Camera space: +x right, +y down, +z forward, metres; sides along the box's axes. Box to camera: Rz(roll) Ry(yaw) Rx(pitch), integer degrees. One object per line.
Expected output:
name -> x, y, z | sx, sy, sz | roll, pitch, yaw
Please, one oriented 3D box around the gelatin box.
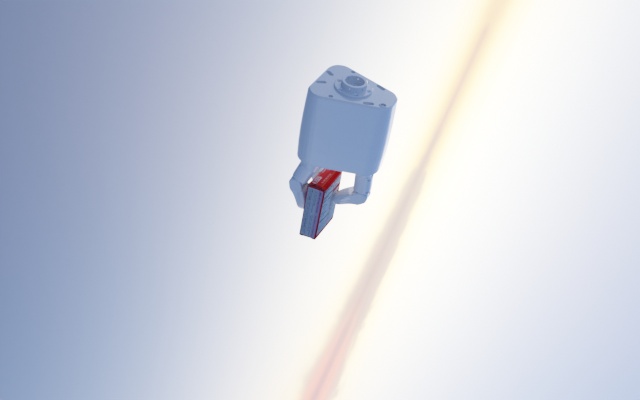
gelatin box -> 0.000, 0.003, 0.709 | 0.030, 0.089, 0.073 | 19, 31, 15
